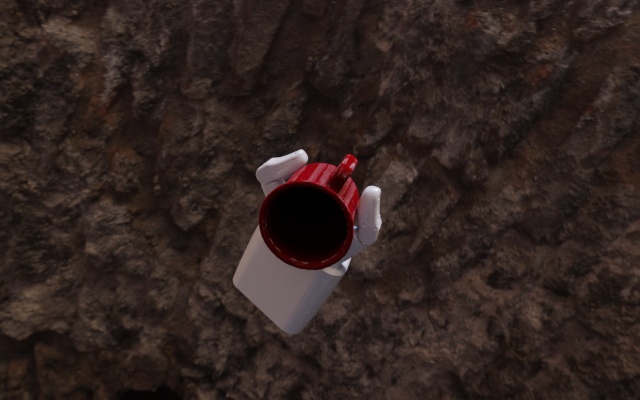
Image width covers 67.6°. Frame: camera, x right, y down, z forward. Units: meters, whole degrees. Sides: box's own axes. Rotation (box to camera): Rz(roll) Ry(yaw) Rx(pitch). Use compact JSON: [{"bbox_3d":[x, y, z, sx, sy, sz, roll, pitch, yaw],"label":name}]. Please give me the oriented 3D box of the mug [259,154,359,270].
[{"bbox_3d":[0.001,0.000,0.481,0.093,0.117,0.081,32,25,-1],"label":"mug"}]
